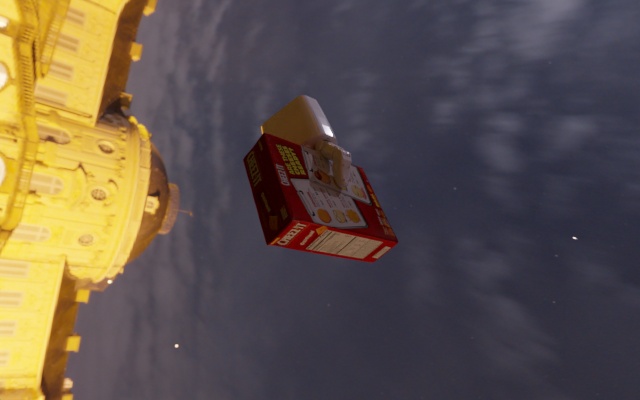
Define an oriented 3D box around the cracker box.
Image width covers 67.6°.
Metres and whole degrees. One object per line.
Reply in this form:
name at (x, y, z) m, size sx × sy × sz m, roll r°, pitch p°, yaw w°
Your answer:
cracker box at (0.000, 0.002, 0.730) m, size 0.214 × 0.164 × 0.072 m, roll 15°, pitch -49°, yaw -40°
